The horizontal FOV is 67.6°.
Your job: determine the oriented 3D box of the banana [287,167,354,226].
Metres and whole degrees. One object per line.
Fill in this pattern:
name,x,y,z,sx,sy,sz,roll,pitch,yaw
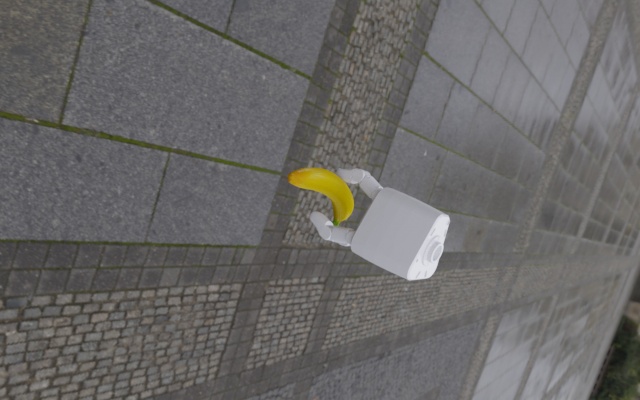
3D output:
banana,0.013,-0.010,0.782,0.037,0.069,0.198,32,-11,35
